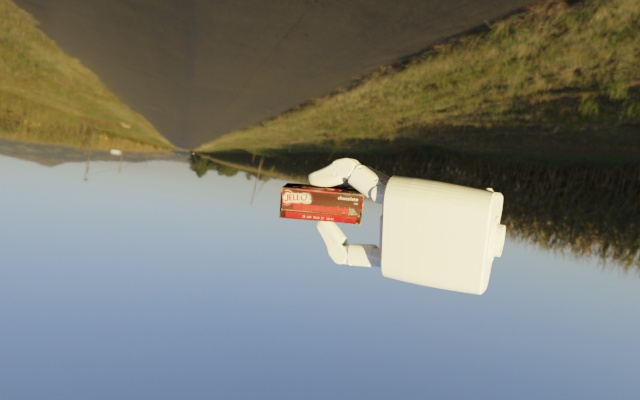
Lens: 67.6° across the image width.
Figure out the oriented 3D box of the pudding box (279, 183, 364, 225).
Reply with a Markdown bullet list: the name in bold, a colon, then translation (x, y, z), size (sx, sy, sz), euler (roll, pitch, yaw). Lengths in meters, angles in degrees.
- **pudding box**: translation (0.000, 0.002, 0.561), size (0.090, 0.039, 0.113), euler (6, 2, -2)
